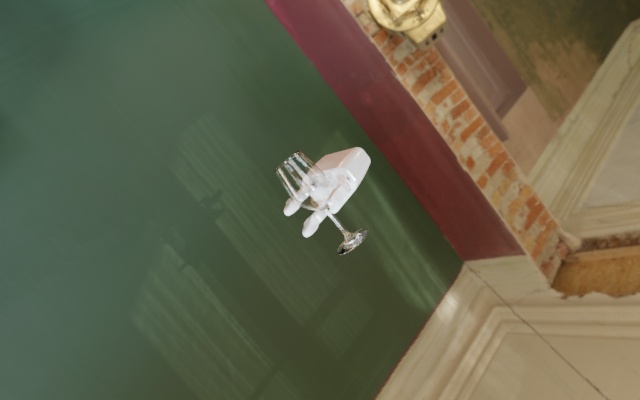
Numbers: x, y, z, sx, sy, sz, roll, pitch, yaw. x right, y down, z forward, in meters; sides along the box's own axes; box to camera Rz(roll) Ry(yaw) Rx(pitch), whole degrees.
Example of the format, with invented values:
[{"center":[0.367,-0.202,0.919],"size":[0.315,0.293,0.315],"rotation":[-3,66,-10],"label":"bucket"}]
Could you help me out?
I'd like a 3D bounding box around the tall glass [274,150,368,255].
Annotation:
[{"center":[0.001,0.003,0.892],"size":[0.079,0.201,0.079],"rotation":[-38,11,9],"label":"tall glass"}]
